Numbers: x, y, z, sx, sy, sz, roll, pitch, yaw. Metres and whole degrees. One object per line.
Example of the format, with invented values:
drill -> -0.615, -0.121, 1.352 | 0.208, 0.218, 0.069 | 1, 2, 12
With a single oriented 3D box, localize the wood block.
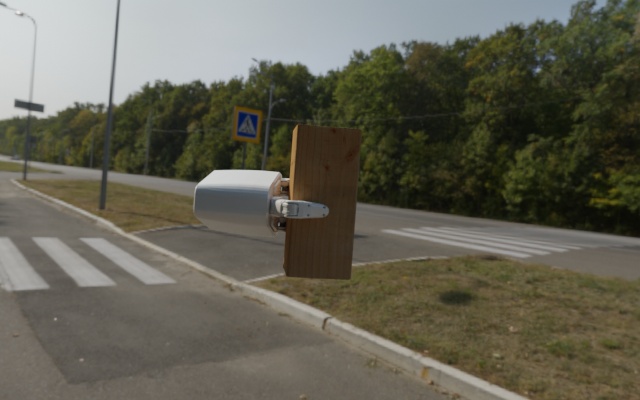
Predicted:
wood block -> 0.000, 0.002, 0.685 | 0.090, 0.206, 0.091 | 4, 2, -8
